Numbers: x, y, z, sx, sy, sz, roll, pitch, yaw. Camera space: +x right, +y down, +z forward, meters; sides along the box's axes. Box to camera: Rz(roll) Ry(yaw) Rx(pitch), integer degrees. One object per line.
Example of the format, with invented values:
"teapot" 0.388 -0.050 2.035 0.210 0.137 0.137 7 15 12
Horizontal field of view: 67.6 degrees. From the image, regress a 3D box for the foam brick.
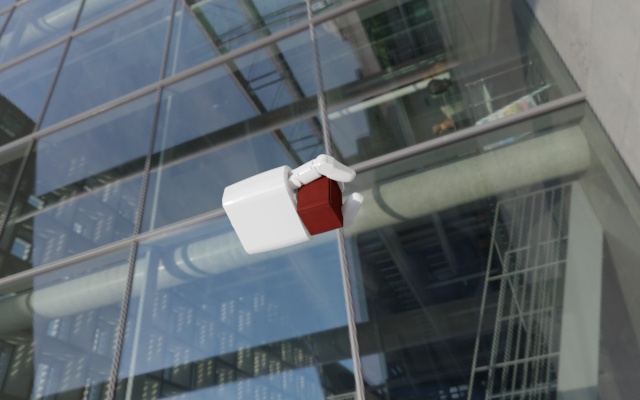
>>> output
"foam brick" 0.000 0.002 0.688 0.051 0.053 0.078 -17 39 14
